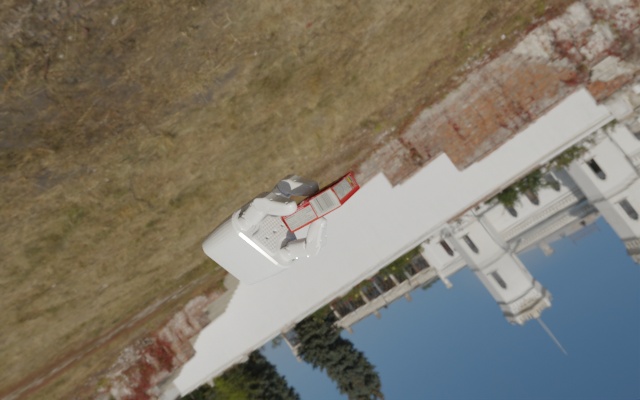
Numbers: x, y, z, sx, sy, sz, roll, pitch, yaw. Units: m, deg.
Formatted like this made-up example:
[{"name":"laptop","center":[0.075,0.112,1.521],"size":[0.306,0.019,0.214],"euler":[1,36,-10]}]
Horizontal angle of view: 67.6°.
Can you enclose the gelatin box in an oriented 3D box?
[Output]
[{"name":"gelatin box","center":[0.001,0.002,0.631],"size":[0.089,0.030,0.073],"euler":[-30,4,30]}]
